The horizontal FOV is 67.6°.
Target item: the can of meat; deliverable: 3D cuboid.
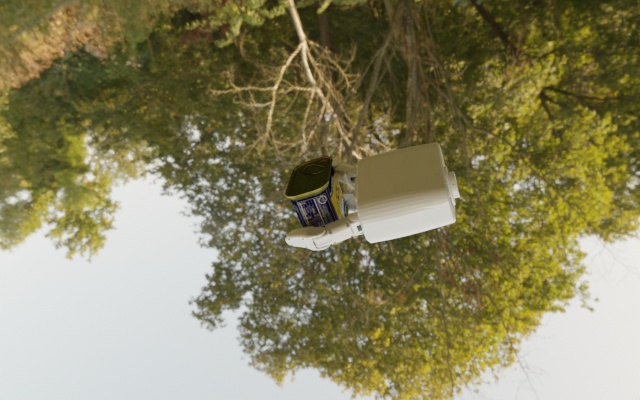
[{"bbox_3d":[0.000,0.002,0.629,0.057,0.084,0.102,-16,26,14],"label":"can of meat"}]
